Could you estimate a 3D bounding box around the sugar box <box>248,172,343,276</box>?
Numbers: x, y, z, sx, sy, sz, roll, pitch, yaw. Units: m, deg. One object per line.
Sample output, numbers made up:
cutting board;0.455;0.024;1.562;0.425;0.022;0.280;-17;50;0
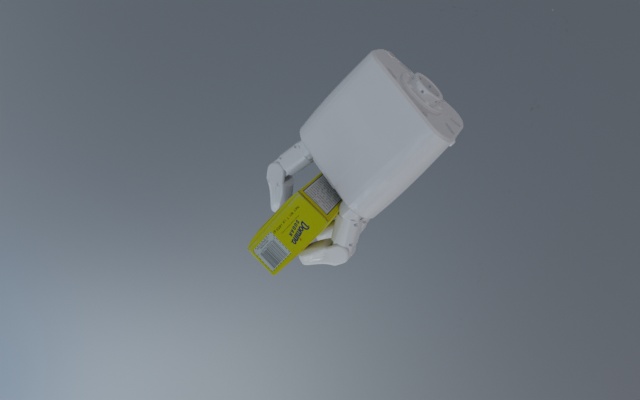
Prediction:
sugar box;0.001;0.002;0.514;0.093;0.048;0.176;-45;-3;32
